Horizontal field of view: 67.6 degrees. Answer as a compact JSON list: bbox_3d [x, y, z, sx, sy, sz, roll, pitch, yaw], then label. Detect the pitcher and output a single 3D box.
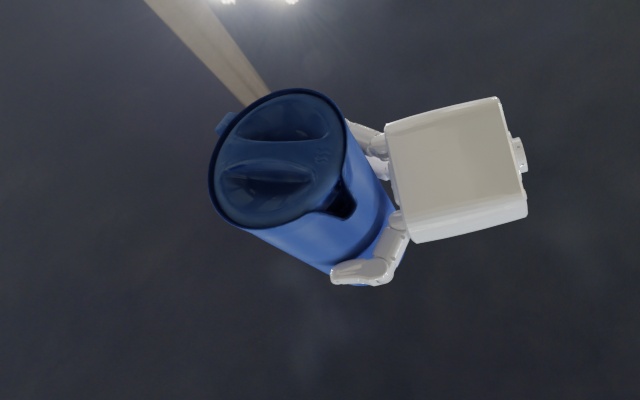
[{"bbox_3d":[0.000,0.002,0.495,0.145,0.149,0.243,-14,-29,19],"label":"pitcher"}]
